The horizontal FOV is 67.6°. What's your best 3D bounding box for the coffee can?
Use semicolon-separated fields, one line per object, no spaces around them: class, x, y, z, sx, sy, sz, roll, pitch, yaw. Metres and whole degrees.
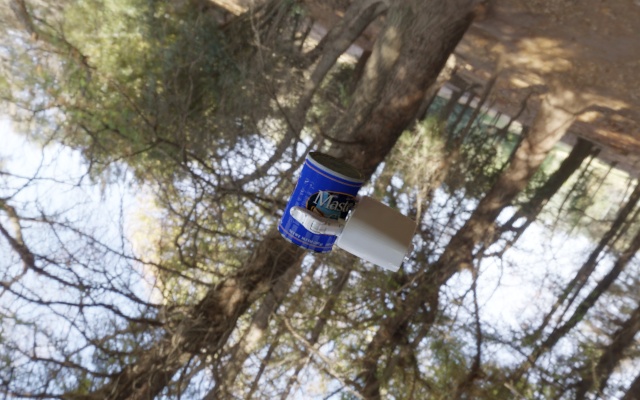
coffee can;0.000;0.002;0.800;0.103;0.140;0.102;22;17;-7
